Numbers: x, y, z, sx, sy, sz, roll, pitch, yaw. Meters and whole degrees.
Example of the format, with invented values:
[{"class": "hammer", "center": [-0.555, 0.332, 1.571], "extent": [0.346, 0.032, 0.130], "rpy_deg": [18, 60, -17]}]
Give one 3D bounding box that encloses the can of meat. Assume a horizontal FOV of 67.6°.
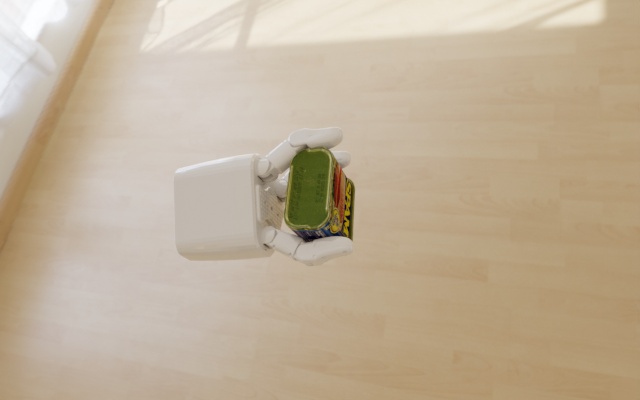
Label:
[{"class": "can of meat", "center": [0.000, 0.002, 0.540], "extent": [0.057, 0.102, 0.084], "rpy_deg": [-4, -25, 19]}]
